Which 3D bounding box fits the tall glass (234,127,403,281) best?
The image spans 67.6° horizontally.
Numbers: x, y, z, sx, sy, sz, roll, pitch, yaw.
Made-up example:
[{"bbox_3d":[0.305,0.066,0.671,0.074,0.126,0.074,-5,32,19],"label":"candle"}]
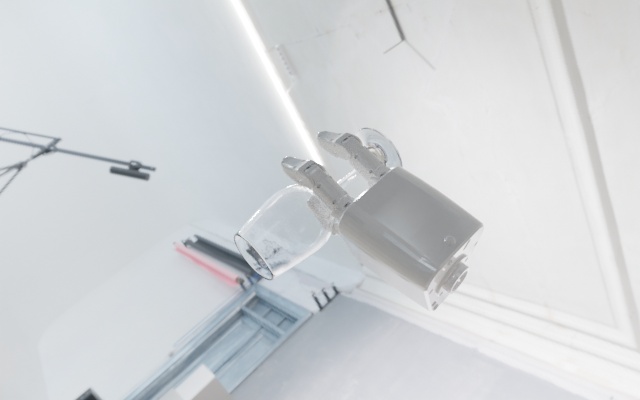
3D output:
[{"bbox_3d":[0.000,0.001,0.533,0.201,0.079,0.079,-39,18,-24],"label":"tall glass"}]
